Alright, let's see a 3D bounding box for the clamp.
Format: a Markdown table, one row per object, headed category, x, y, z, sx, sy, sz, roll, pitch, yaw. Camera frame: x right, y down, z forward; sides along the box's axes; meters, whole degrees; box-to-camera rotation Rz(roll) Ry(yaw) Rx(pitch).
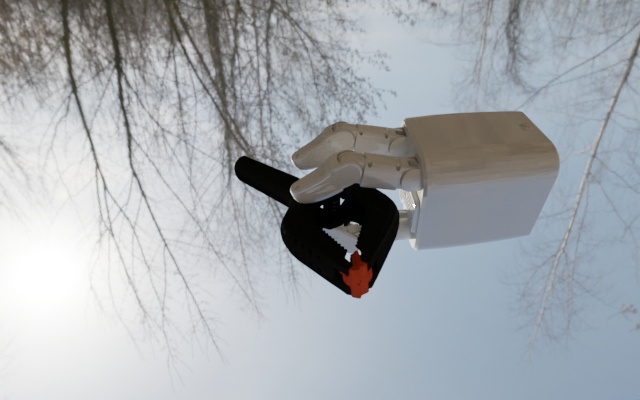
| category | x | y | z | sx | sy | sz | roll | pitch | yaw |
| --- | --- | --- | --- | --- | --- | --- | --- | --- | --- |
| clamp | 0.000 | 0.002 | 0.408 | 0.164 | 0.036 | 0.209 | -8 | 34 | 2 |
